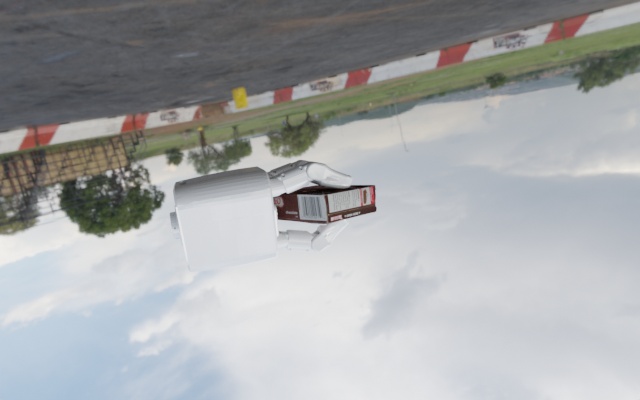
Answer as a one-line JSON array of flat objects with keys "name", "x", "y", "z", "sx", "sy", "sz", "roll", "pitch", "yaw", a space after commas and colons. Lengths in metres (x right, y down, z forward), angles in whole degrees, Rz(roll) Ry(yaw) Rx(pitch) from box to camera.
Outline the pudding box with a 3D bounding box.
[{"name": "pudding box", "x": 0.000, "y": 0.002, "z": 0.604, "sx": 0.090, "sy": 0.039, "sz": 0.113, "roll": -12, "pitch": 12, "yaw": -42}]
